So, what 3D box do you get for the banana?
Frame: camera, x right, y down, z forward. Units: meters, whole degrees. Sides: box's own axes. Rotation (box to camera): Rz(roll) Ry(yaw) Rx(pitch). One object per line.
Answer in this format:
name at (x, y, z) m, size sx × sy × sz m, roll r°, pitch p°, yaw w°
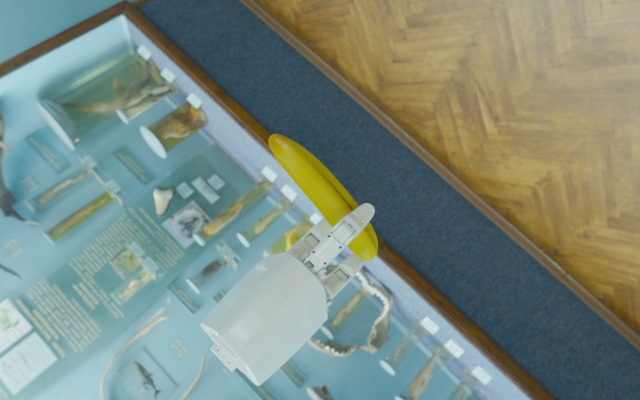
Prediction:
banana at (0.010, 0.004, 0.541) m, size 0.037 × 0.198 × 0.069 m, roll -43°, pitch 17°, yaw -21°
